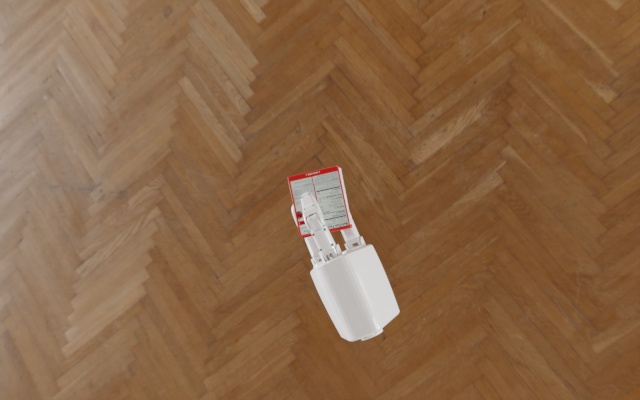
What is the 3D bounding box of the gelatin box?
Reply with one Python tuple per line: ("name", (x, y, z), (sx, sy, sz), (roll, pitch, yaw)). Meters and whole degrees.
("gelatin box", (0.000, 0.002, 0.666), (0.073, 0.089, 0.030), (-12, -3, 10))
